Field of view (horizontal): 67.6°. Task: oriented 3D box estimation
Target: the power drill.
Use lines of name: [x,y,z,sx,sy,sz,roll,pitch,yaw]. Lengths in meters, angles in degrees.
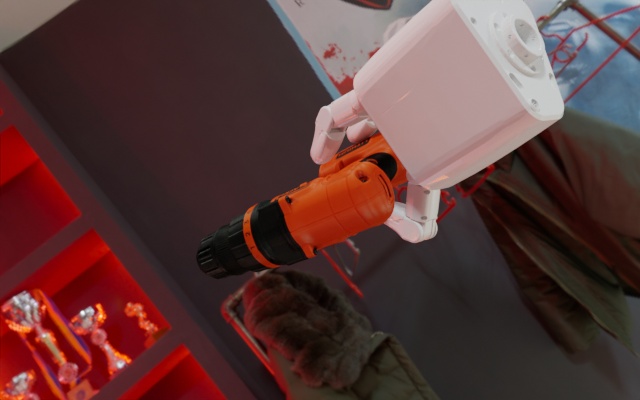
power drill: [0.000,0.001,0.425,0.184,0.057,0.187,-21,10,31]
